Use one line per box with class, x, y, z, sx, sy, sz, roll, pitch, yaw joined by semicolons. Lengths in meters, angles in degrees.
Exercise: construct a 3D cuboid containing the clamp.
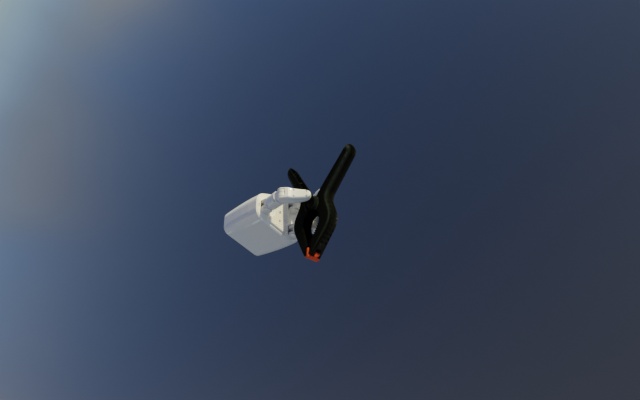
clamp;-0.001;0.003;0.853;0.164;0.209;0.036;-26;-38;37
